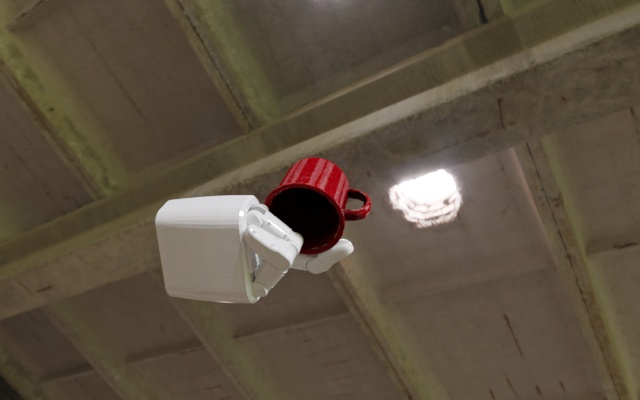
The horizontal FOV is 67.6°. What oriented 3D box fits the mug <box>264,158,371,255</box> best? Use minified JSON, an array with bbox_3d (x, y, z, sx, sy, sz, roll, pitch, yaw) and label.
[{"bbox_3d":[0.002,0.002,0.553,0.117,0.093,0.081,0,30,13],"label":"mug"}]
